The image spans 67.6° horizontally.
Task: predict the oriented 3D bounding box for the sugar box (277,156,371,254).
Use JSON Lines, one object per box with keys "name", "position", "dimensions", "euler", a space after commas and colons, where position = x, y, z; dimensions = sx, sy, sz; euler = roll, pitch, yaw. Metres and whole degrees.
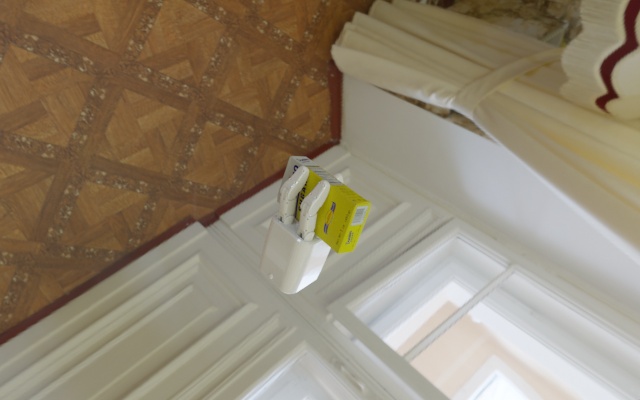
{"name": "sugar box", "position": [0.000, 0.003, 0.801], "dimensions": [0.048, 0.093, 0.176], "euler": [-4, 31, -46]}
